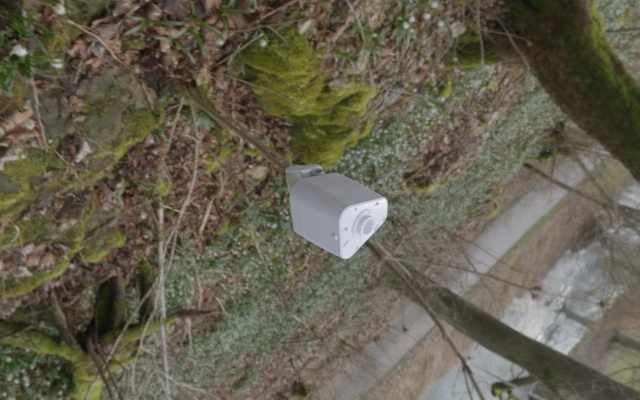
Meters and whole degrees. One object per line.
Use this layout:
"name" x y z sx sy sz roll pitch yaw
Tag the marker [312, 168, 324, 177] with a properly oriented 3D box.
"marker" 0.000 0.003 0.794 0.020 0.121 0.020 -4 35 3
